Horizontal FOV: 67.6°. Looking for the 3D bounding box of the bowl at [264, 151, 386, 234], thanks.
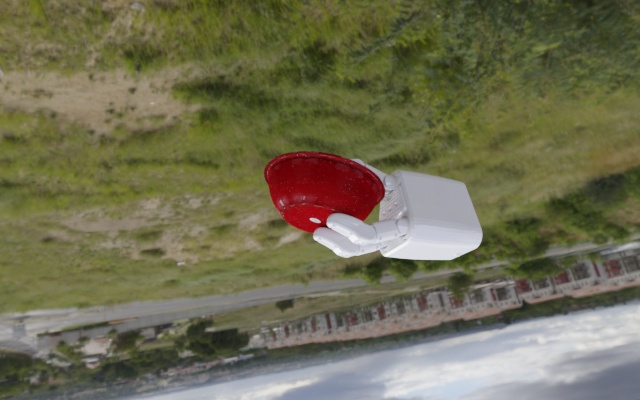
[{"bbox_3d":[-0.001,0.002,0.617,0.162,0.055,0.162,9,-25,5],"label":"bowl"}]
